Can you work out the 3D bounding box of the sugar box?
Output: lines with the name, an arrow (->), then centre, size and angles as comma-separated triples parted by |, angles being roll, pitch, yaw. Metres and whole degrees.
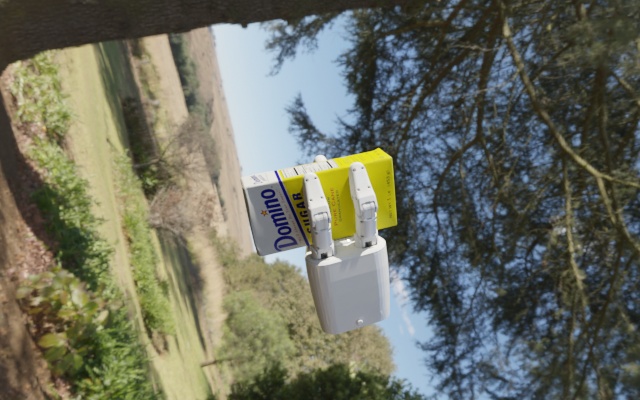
sugar box -> 0.000, 0.002, 0.572 | 0.176, 0.093, 0.048 | -14, 24, -11
